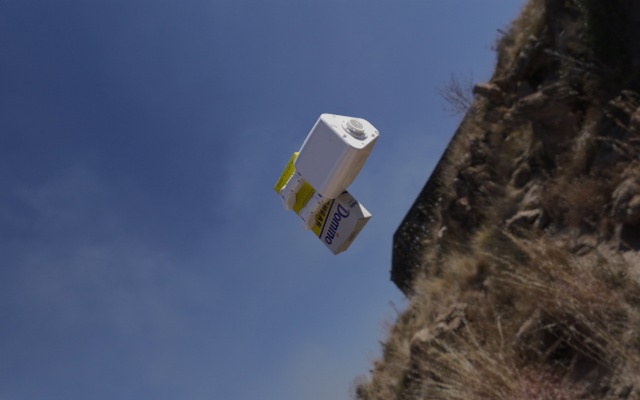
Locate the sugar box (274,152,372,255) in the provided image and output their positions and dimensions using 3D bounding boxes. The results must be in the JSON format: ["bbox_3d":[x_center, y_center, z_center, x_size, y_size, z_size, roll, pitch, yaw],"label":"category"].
[{"bbox_3d":[0.000,0.003,0.857,0.048,0.093,0.176,-14,54,-50],"label":"sugar box"}]
